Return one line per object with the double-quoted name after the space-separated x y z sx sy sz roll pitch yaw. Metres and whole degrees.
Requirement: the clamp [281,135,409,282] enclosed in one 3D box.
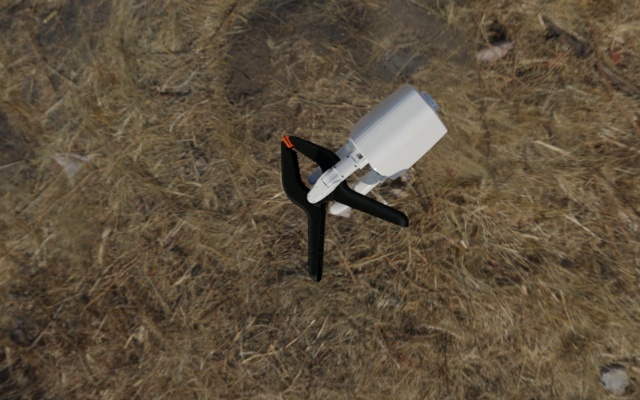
0.000 0.002 0.682 0.164 0.210 0.036 -41 -8 15 "clamp"
